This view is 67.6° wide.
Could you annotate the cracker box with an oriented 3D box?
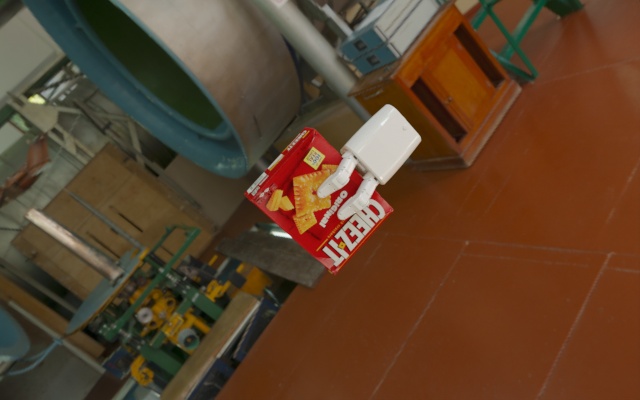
[{"bbox_3d":[0.000,0.003,0.848,0.214,0.164,0.072,44,-3,-20],"label":"cracker box"}]
